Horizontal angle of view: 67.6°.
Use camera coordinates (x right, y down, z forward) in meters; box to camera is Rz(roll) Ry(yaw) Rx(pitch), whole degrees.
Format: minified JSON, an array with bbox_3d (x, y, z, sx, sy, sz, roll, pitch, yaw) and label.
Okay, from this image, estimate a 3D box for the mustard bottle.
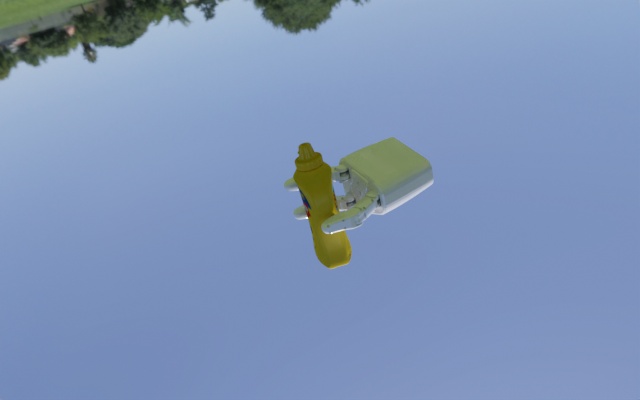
[{"bbox_3d":[0.000,0.003,0.723,0.058,0.192,0.096,-16,27,-1],"label":"mustard bottle"}]
